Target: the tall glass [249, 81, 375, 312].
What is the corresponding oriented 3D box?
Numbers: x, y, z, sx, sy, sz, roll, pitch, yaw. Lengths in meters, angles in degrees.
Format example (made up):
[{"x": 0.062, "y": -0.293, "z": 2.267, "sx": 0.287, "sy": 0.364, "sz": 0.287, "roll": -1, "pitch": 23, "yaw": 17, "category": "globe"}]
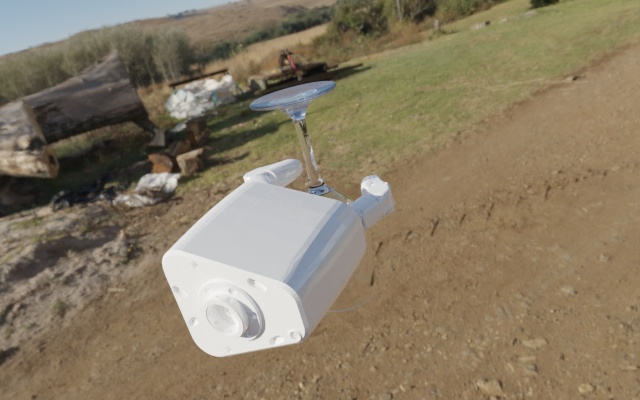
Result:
[{"x": 0.000, "y": 0.001, "z": 0.432, "sx": 0.079, "sy": 0.201, "sz": 0.079, "roll": -13, "pitch": 23, "yaw": 5, "category": "tall glass"}]
